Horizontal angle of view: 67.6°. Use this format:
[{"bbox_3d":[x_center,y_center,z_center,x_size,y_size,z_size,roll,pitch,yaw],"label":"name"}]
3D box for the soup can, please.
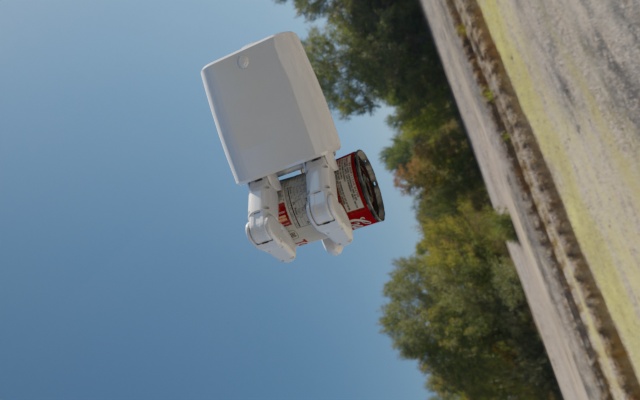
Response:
[{"bbox_3d":[0.000,0.002,0.441,0.102,0.068,0.068,-18,-5,16],"label":"soup can"}]
